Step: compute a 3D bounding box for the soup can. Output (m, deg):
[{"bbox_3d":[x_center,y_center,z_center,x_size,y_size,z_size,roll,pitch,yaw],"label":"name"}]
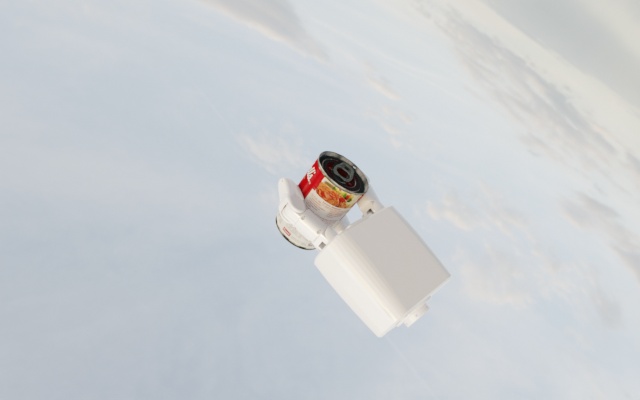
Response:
[{"bbox_3d":[0.000,0.002,0.561,0.068,0.068,0.102,0,-42,-46],"label":"soup can"}]
